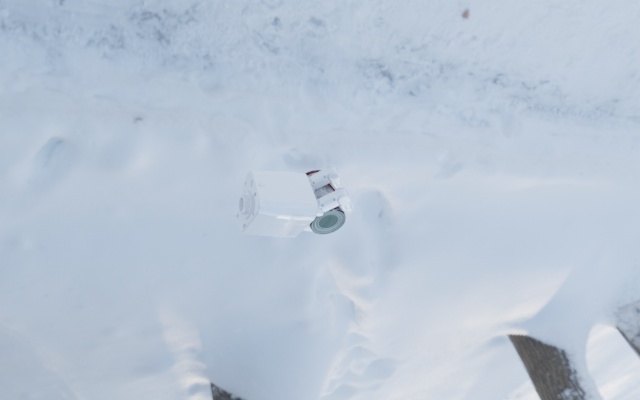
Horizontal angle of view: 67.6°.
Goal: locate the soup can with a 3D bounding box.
[{"bbox_3d":[0.001,0.003,0.875,0.068,0.102,0.069,-12,-40,-11],"label":"soup can"}]
